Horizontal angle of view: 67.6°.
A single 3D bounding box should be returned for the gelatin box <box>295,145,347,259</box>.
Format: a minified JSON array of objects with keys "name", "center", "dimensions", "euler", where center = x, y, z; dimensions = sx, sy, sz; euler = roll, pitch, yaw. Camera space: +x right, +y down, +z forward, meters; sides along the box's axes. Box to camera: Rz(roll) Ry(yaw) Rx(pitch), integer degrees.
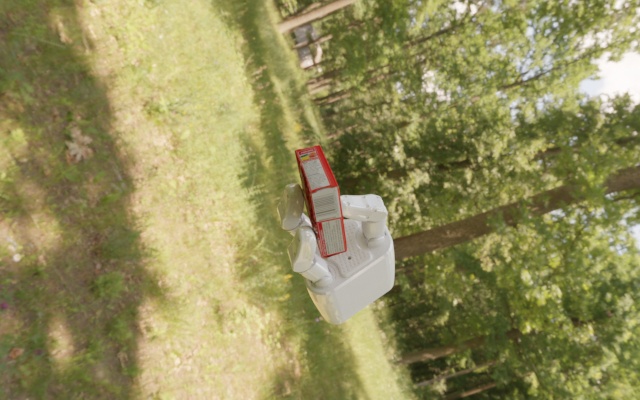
[{"name":"gelatin box","center":[0.000,0.001,0.478],"dimensions":[0.030,0.089,0.073],"euler":[-14,40,-5]}]
